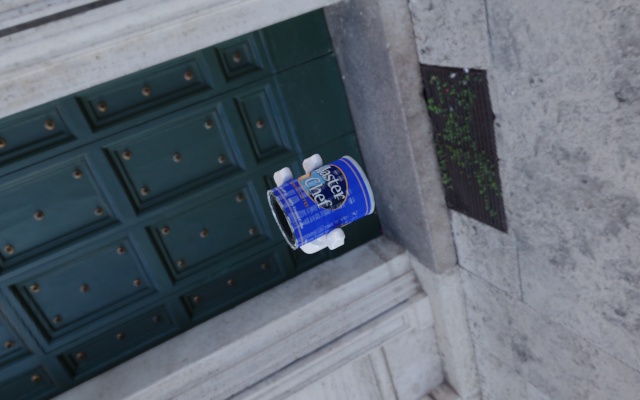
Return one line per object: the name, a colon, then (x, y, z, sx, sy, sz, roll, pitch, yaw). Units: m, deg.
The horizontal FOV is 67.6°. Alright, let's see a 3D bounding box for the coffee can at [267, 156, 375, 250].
coffee can: (0.000, 0.002, 0.760, 0.140, 0.103, 0.103, -25, 7, -15)
